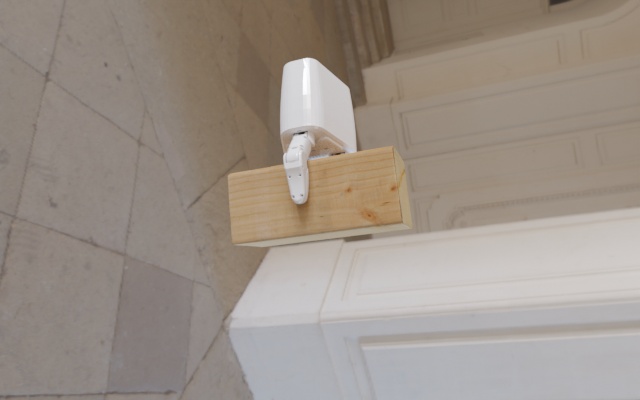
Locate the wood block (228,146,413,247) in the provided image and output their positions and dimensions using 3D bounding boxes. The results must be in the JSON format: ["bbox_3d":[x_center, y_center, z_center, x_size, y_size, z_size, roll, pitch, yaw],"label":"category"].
[{"bbox_3d":[0.000,0.001,0.591,0.206,0.090,0.091,-9,-10,16],"label":"wood block"}]
